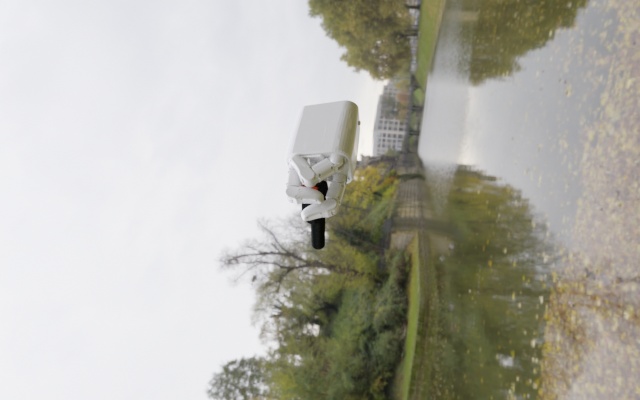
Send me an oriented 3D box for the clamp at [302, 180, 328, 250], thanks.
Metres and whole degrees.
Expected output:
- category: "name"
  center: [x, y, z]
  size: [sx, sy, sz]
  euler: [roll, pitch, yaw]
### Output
- category: "clamp"
  center: [-0.001, 0.003, 0.839]
  size: [0.039, 0.120, 0.172]
  euler: [7, -28, 10]
